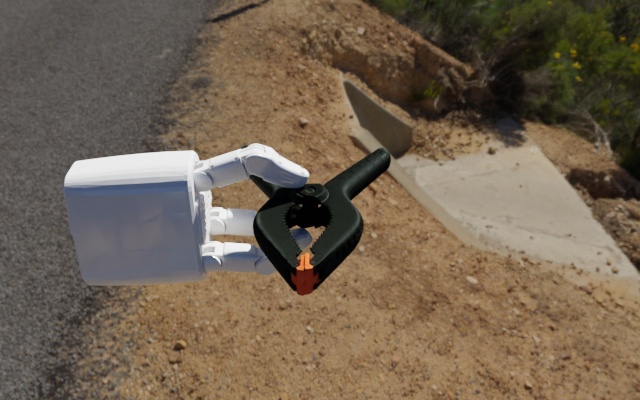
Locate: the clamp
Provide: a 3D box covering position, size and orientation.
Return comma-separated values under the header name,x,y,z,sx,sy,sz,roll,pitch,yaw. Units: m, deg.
name,x,y,z,sx,sy,sz,roll,pitch,yaw
clamp,0.000,0.001,0.439,0.164,0.036,0.209,-4,34,-4
